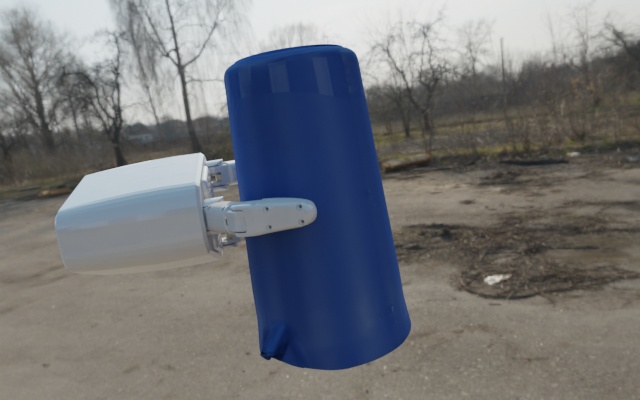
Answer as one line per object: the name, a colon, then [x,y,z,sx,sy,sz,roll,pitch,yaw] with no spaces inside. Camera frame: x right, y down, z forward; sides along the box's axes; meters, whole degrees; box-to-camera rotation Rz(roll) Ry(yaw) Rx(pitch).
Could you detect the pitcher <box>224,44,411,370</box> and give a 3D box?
pitcher: [0.000,0.001,0.407,0.145,0.243,0.149,-10,9,-6]
